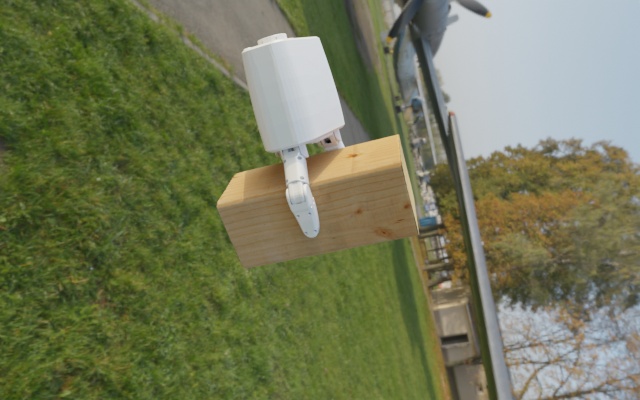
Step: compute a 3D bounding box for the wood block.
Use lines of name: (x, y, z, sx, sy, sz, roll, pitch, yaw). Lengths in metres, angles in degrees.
wood block: (0.000, 0.002, 0.554, 0.206, 0.090, 0.090, -12, 25, 13)
